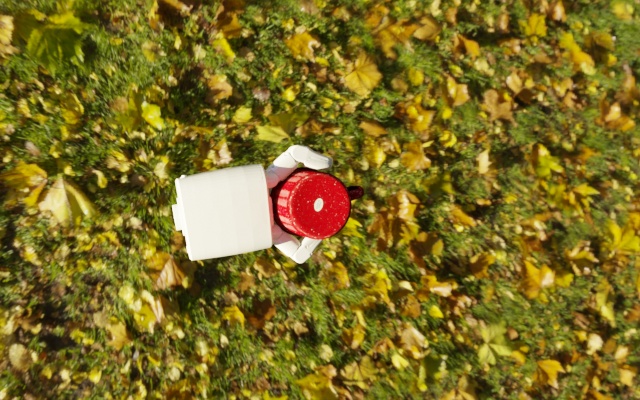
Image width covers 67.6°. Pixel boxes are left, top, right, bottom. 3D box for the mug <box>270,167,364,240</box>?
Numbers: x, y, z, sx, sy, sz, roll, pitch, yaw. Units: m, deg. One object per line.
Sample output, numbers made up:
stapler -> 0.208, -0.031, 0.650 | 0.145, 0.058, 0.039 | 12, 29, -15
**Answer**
mug -> 0.002, 0.002, 0.602 | 0.117, 0.093, 0.081 | -12, 7, -16
